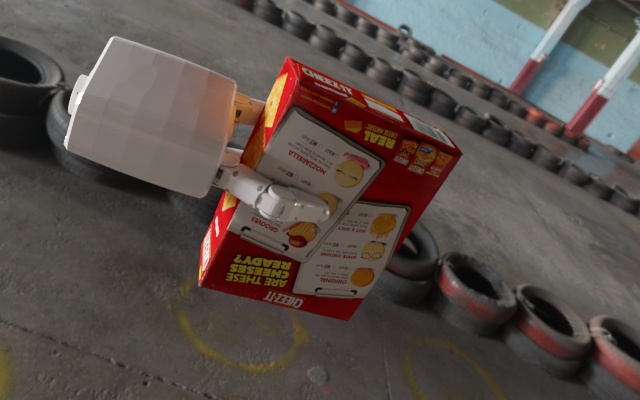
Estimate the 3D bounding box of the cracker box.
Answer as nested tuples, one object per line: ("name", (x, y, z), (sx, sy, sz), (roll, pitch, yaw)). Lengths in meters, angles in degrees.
("cracker box", (0.000, 0.001, 0.449), (0.164, 0.214, 0.072), (19, 27, -22))
